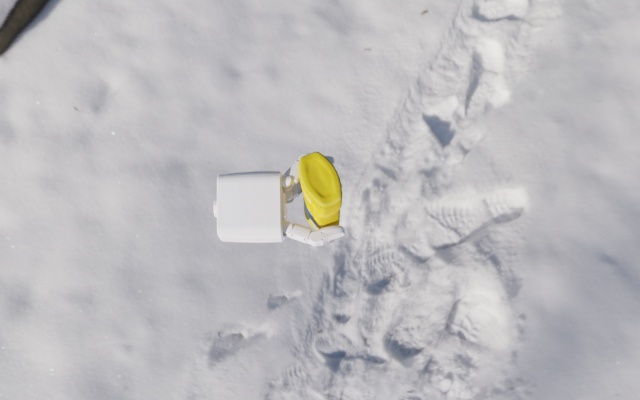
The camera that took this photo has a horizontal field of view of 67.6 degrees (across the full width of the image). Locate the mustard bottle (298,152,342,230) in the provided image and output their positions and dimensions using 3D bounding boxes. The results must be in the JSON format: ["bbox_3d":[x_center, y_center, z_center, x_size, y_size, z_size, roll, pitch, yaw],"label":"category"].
[{"bbox_3d":[0.000,0.002,0.803,0.058,0.096,0.192,-24,-21,-9],"label":"mustard bottle"}]
